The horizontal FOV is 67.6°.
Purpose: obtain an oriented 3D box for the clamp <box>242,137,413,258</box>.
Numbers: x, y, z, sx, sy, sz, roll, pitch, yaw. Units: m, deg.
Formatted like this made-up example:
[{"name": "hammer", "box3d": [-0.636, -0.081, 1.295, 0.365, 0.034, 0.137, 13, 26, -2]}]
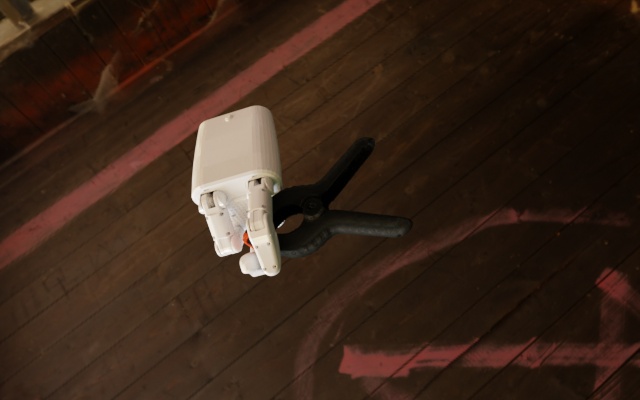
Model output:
[{"name": "clamp", "box3d": [0.000, 0.002, 0.497, 0.171, 0.120, 0.039, -15, -37, 9]}]
